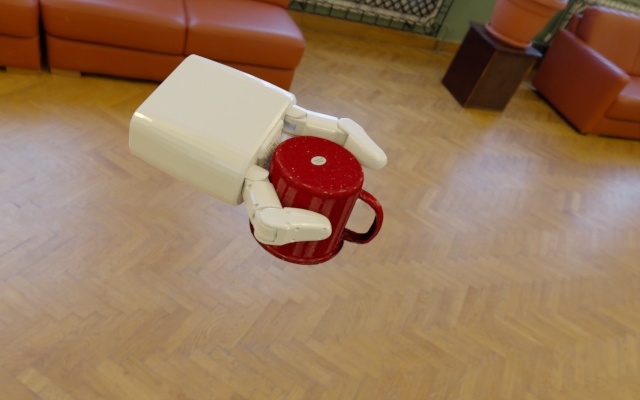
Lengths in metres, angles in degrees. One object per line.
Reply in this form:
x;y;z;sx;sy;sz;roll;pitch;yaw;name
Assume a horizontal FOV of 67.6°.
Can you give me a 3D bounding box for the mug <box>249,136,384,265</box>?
0.001;0.002;0.426;0.117;0.082;0.093;24;39;4;mug
